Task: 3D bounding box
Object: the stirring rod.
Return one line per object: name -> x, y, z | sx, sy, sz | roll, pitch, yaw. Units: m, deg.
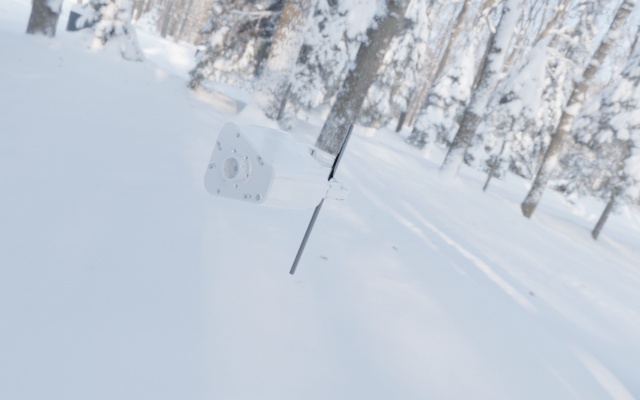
stirring rod -> 0.000, 0.002, 0.699 | 0.011, 0.239, 0.011 | 21, 13, -5
